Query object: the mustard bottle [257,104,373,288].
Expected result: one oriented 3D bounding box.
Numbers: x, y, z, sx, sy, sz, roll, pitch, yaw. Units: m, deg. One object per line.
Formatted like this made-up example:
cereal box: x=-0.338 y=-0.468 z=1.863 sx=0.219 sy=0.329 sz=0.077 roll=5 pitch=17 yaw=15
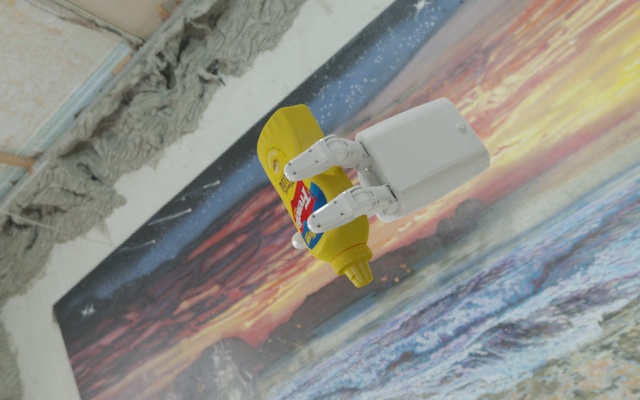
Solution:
mustard bottle: x=0.000 y=0.002 z=0.492 sx=0.058 sy=0.191 sz=0.096 roll=-16 pitch=-24 yaw=-32
